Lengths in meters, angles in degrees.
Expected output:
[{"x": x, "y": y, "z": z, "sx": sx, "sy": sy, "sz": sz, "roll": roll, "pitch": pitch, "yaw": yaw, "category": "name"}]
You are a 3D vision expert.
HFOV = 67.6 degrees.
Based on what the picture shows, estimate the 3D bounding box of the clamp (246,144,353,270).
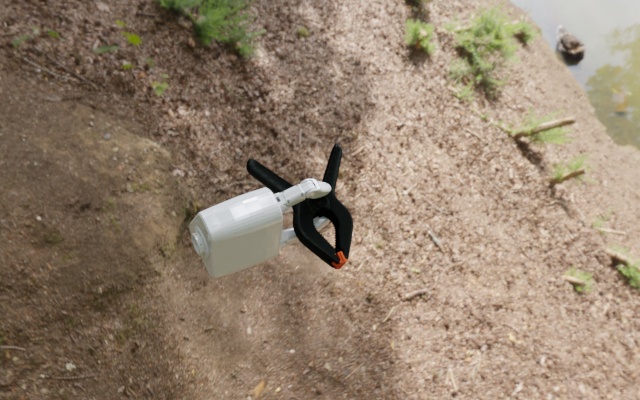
[{"x": 0.000, "y": 0.003, "z": 0.736, "sx": 0.164, "sy": 0.210, "sz": 0.036, "roll": -21, "pitch": -20, "yaw": -26, "category": "clamp"}]
